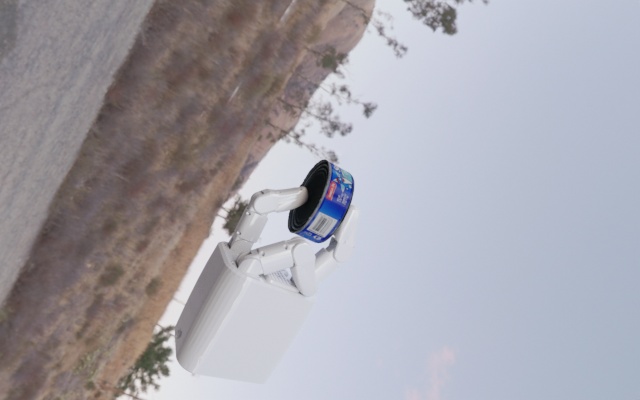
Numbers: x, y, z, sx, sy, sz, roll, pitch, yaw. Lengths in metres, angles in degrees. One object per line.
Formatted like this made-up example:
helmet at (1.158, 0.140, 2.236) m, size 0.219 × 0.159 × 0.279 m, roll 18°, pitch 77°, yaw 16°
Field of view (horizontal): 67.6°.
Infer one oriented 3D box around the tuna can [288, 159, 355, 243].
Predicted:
tuna can at (0.001, 0.002, 0.510) m, size 0.034 × 0.086 × 0.086 m, roll 26°, pitch -9°, yaw -19°
